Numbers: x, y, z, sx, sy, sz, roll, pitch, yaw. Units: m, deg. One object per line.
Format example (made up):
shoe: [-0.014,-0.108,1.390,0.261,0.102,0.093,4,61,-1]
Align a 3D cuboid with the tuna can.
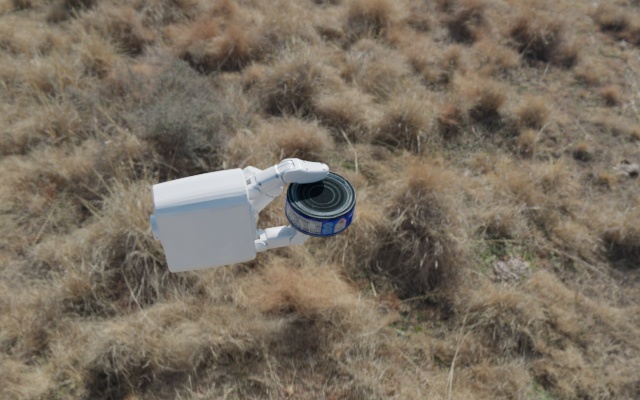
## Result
tuna can: [0.000,0.001,0.581,0.086,0.086,0.034,0,-44,-8]
